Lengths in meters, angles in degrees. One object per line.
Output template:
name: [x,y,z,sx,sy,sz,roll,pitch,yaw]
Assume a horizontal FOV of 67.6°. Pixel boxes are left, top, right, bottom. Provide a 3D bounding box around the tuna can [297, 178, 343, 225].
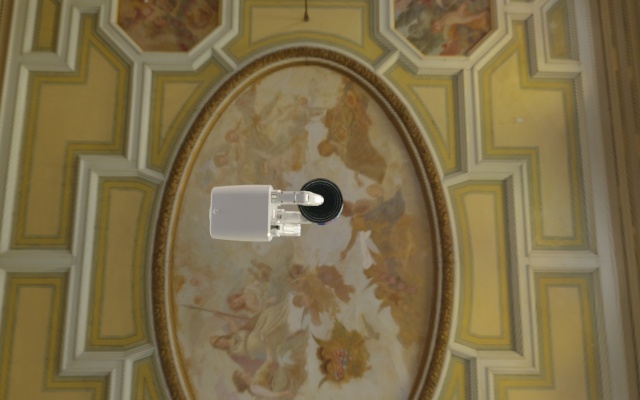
tuna can: [0.000,0.003,0.897,0.086,0.086,0.034,0,-10,4]
